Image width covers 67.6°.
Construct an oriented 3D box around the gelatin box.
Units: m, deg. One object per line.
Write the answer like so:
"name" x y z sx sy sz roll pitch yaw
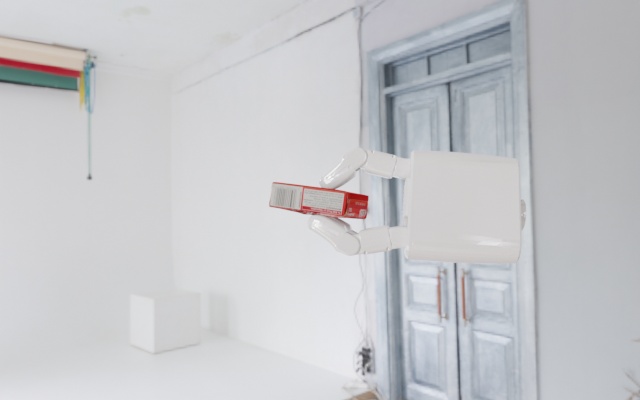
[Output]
"gelatin box" 0.000 0.001 0.521 0.089 0.030 0.073 8 0 22
